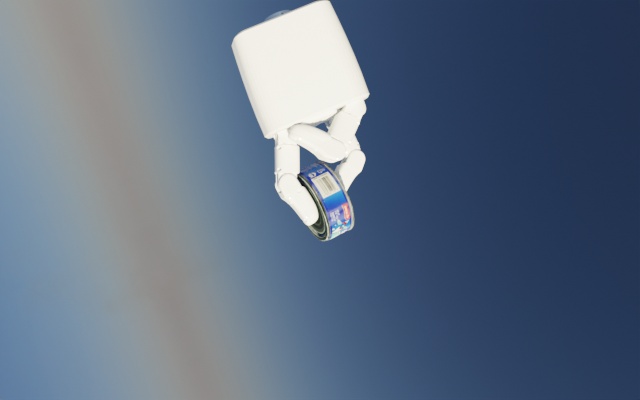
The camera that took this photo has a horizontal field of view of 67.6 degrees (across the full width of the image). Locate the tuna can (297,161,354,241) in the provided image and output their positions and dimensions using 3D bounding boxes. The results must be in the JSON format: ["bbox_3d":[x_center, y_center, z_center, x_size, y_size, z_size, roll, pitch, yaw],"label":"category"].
[{"bbox_3d":[0.000,0.002,0.535,0.033,0.086,0.086,-26,9,-20],"label":"tuna can"}]
